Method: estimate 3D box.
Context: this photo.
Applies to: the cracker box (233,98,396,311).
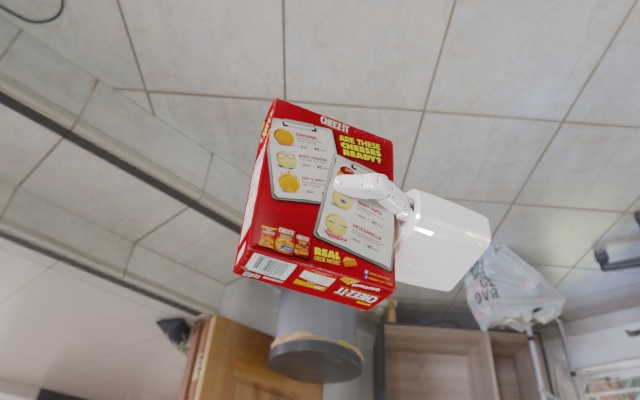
[{"bbox_3d":[0.000,0.002,0.553,0.164,0.213,0.072,18,-39,-17],"label":"cracker box"}]
